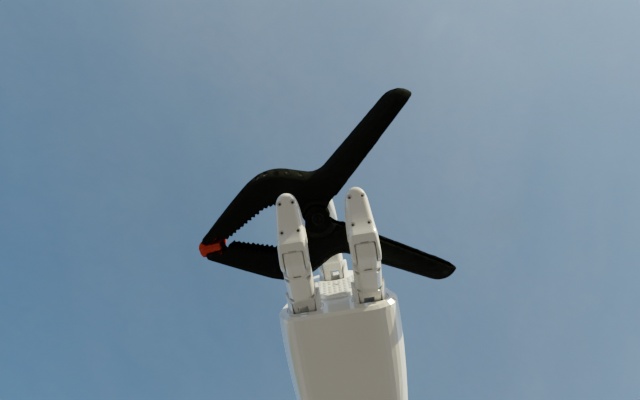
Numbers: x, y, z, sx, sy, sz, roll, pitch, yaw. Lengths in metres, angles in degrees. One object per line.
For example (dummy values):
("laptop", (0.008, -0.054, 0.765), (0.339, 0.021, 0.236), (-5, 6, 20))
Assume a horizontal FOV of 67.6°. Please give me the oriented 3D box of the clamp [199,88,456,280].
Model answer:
("clamp", (0.000, 0.002, 0.401), (0.210, 0.164, 0.036), (-9, 7, 0))
